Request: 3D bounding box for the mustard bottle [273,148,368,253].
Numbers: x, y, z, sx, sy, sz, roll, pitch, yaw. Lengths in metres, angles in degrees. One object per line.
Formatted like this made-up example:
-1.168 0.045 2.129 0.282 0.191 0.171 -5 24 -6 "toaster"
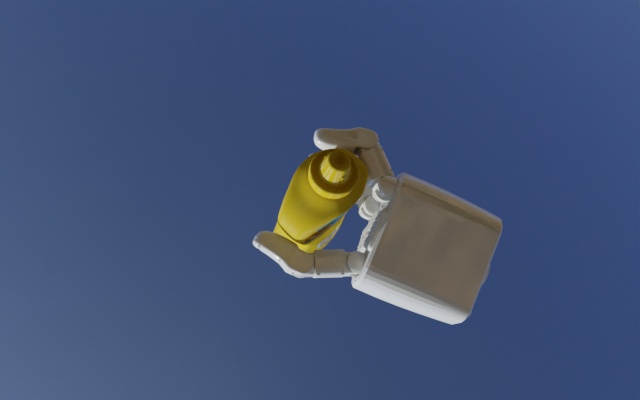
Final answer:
0.000 0.001 0.454 0.096 0.058 0.192 -42 -8 -20 "mustard bottle"
